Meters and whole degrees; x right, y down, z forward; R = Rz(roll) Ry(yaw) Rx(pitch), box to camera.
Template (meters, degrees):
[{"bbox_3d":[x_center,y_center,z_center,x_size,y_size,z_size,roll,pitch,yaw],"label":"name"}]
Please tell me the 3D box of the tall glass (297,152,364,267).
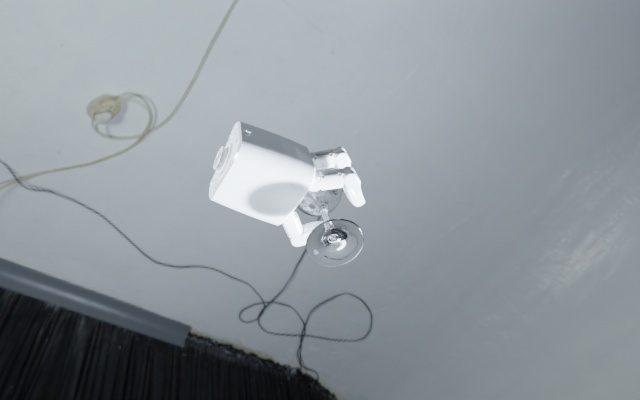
[{"bbox_3d":[0.000,0.003,0.678,0.079,0.079,0.201,0,31,-12],"label":"tall glass"}]
